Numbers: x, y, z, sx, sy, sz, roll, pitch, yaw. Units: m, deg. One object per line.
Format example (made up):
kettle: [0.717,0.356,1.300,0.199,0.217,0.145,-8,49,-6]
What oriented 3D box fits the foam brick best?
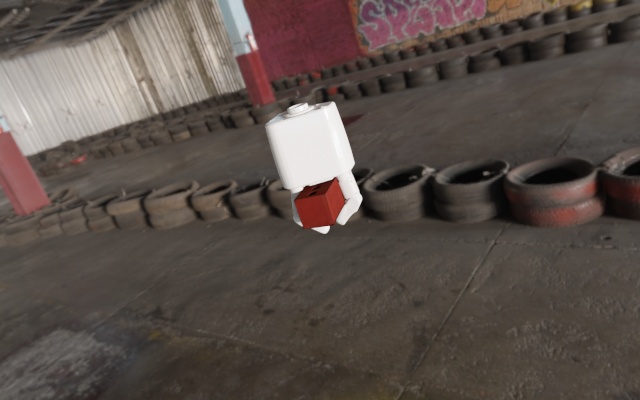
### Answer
foam brick: [0.000,0.003,0.739,0.053,0.051,0.078,-10,21,20]
